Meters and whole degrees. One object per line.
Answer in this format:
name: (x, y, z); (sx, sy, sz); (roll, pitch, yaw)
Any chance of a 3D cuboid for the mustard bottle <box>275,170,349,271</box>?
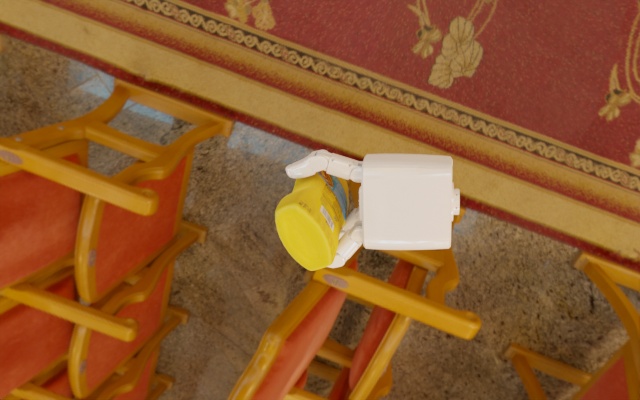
mustard bottle: (0.000, 0.002, 0.643); (0.058, 0.096, 0.191); (-22, 21, 24)
